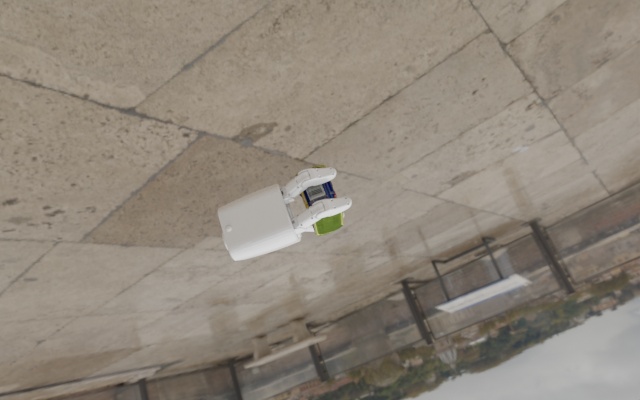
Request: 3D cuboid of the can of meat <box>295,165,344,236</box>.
[{"bbox_3d":[0.000,0.003,0.791,0.057,0.084,0.102,-19,-22,-3],"label":"can of meat"}]
